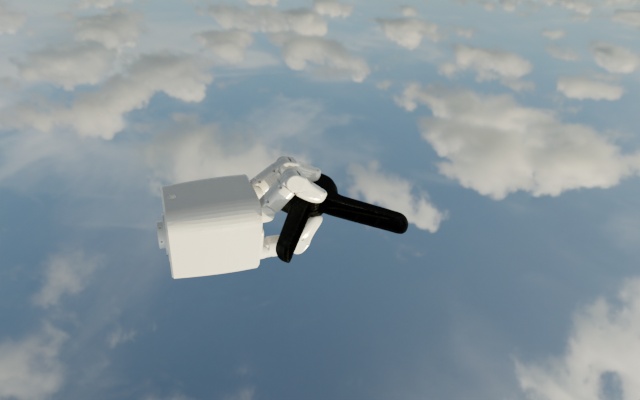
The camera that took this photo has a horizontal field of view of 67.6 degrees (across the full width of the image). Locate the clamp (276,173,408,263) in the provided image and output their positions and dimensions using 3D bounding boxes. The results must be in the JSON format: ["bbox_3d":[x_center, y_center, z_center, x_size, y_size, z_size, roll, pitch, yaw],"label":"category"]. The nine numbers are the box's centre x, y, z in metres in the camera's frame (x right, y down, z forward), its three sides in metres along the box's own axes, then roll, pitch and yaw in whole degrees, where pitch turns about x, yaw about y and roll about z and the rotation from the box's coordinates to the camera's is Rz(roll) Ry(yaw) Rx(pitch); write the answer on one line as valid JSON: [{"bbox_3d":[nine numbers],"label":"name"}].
[{"bbox_3d":[0.000,0.002,0.608,0.164,0.036,0.210,-7,30,-19],"label":"clamp"}]
